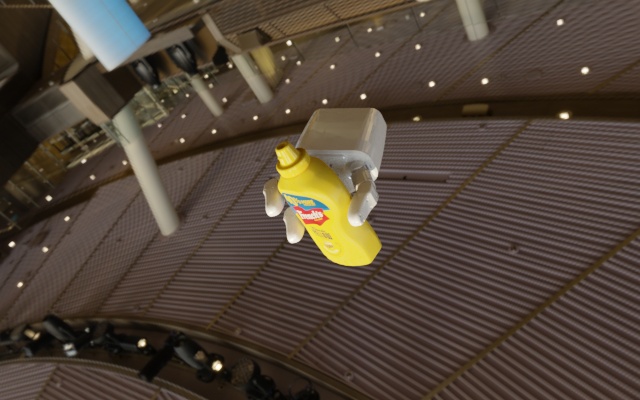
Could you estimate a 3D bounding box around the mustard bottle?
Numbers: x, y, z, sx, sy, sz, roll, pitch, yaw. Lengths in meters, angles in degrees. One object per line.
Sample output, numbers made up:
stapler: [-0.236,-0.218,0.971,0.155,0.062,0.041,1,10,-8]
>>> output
mustard bottle: [0.000,0.002,0.602,0.096,0.058,0.192,12,-35,46]
